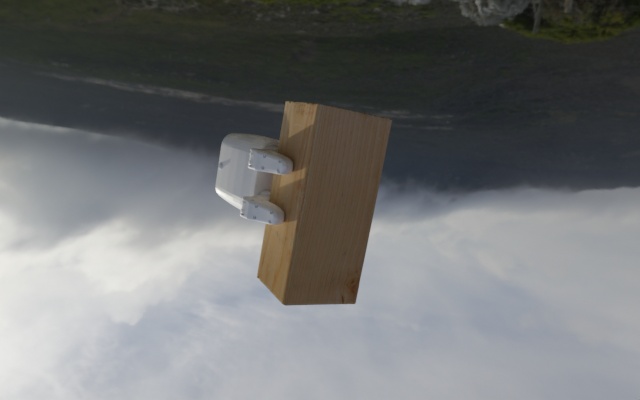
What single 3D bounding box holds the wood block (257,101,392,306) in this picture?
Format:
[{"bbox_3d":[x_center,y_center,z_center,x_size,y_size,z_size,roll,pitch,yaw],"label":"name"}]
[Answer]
[{"bbox_3d":[0.000,0.002,0.531,0.091,0.206,0.090,5,10,-29],"label":"wood block"}]
